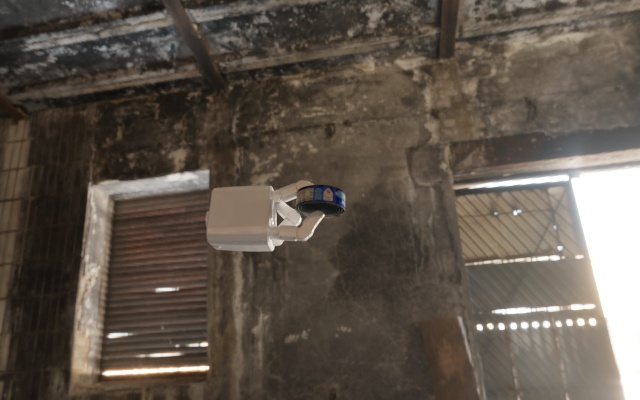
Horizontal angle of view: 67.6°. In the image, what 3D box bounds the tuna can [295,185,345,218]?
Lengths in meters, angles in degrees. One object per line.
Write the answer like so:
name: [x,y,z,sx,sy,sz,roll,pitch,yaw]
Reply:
tuna can: [0.000,0.002,0.822,0.086,0.033,0.086,2,-19,1]
